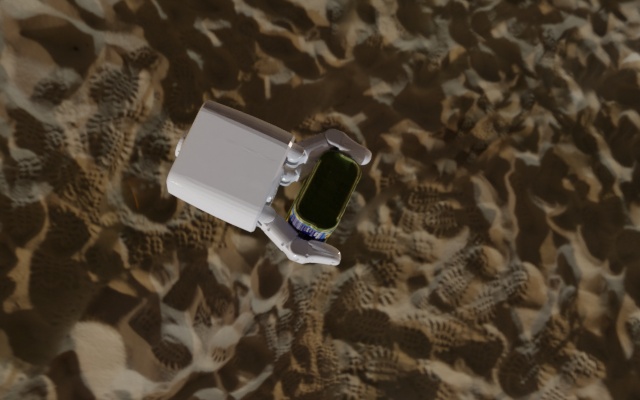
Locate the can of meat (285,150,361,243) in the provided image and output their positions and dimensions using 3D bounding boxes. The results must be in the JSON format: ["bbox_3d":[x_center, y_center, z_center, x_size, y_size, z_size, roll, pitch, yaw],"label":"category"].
[{"bbox_3d":[0.000,0.002,0.552,0.057,0.102,0.084,27,-25,-2],"label":"can of meat"}]
